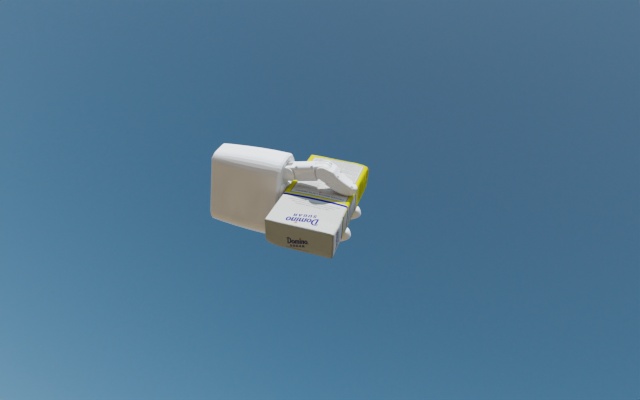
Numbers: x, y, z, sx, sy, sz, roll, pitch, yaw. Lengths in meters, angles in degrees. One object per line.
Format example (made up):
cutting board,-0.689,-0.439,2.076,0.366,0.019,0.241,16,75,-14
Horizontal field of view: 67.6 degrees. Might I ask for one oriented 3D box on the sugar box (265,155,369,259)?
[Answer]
sugar box,0.000,0.003,0.659,0.093,0.048,0.176,13,38,15
